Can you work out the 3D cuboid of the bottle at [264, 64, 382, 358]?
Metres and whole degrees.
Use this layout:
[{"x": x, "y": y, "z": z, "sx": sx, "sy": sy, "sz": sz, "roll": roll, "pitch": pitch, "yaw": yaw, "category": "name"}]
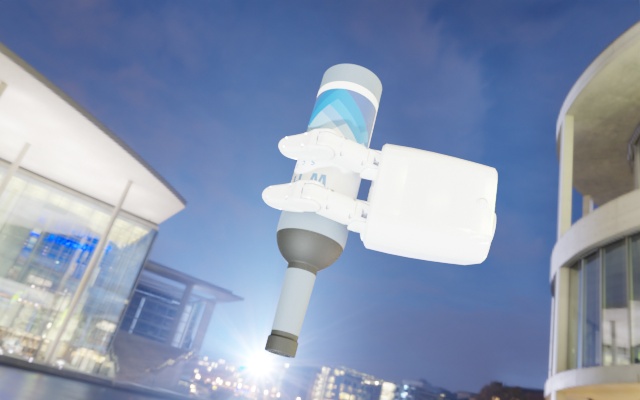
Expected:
[{"x": 0.000, "y": 0.001, "z": 0.467, "sx": 0.069, "sy": 0.295, "sz": 0.069, "roll": 13, "pitch": -24, "yaw": 6, "category": "bottle"}]
